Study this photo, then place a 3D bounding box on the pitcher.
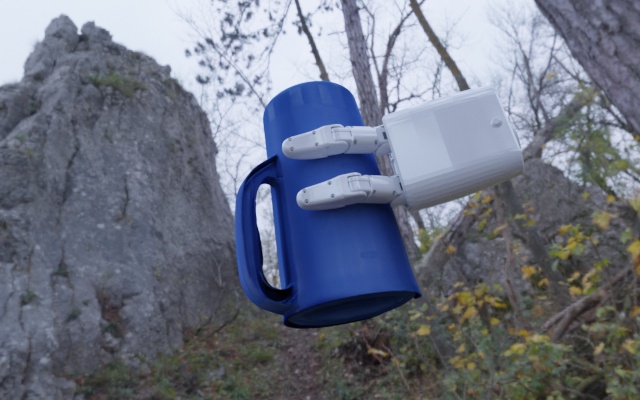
[{"bbox_3d":[0.000,0.002,0.489,0.145,0.242,0.149,-17,-24,11],"label":"pitcher"}]
